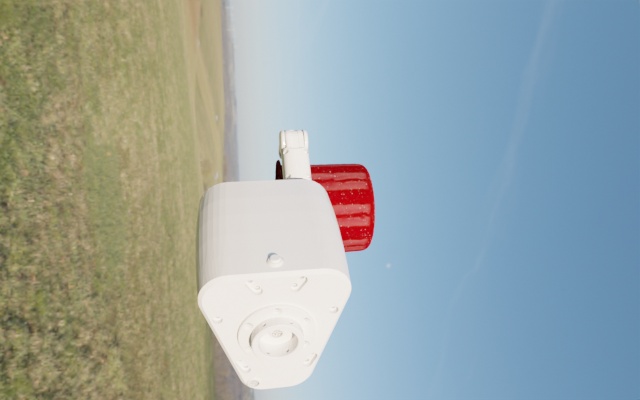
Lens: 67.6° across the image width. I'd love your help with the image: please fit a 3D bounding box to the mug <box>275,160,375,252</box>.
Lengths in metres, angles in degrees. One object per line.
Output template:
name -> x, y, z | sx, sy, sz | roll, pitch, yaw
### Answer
mug -> 0.000, 0.001, 0.451 | 0.081, 0.093, 0.117 | -2, 32, -9
